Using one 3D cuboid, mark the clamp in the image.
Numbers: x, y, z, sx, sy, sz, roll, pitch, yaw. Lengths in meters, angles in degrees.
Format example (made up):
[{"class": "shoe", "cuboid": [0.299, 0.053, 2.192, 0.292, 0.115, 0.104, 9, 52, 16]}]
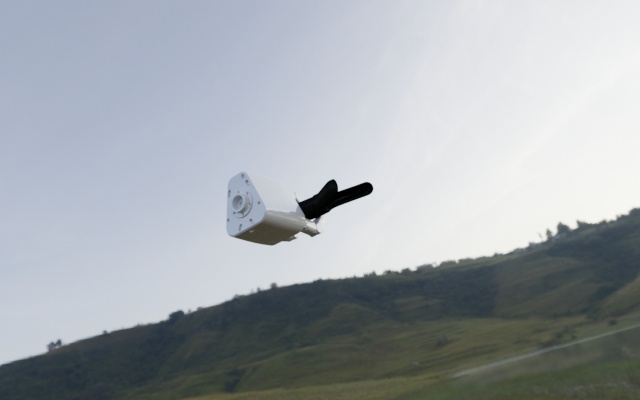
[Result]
[{"class": "clamp", "cuboid": [0.000, 0.002, 0.863, 0.171, 0.039, 0.120, -28, -24, 27]}]
